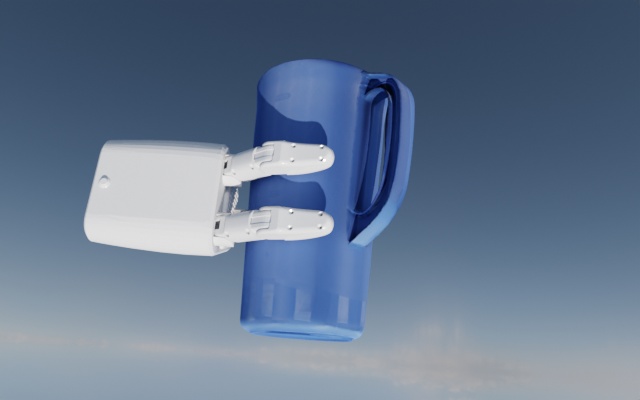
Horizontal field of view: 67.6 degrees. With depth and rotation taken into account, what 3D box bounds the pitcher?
[{"bbox_3d":[0.000,0.001,0.441,0.145,0.242,0.149,5,-18,-1],"label":"pitcher"}]
